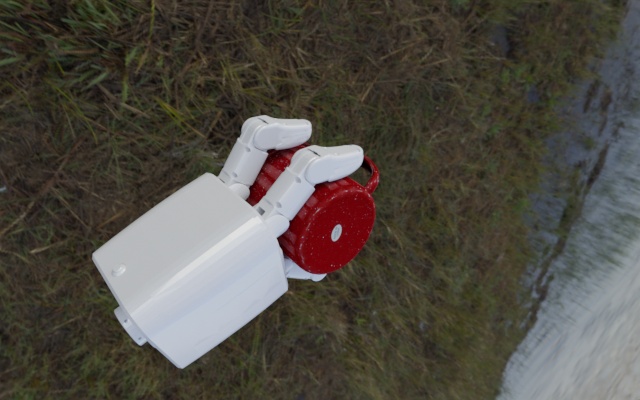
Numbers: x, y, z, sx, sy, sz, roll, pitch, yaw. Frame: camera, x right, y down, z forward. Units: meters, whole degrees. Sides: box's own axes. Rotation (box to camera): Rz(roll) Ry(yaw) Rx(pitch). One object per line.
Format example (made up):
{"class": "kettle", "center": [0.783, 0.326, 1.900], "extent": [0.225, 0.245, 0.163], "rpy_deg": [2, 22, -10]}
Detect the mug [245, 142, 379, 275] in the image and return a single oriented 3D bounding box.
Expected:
{"class": "mug", "center": [0.001, 0.001, 0.403], "extent": [0.117, 0.093, 0.081], "rpy_deg": [-37, 47, -18]}
